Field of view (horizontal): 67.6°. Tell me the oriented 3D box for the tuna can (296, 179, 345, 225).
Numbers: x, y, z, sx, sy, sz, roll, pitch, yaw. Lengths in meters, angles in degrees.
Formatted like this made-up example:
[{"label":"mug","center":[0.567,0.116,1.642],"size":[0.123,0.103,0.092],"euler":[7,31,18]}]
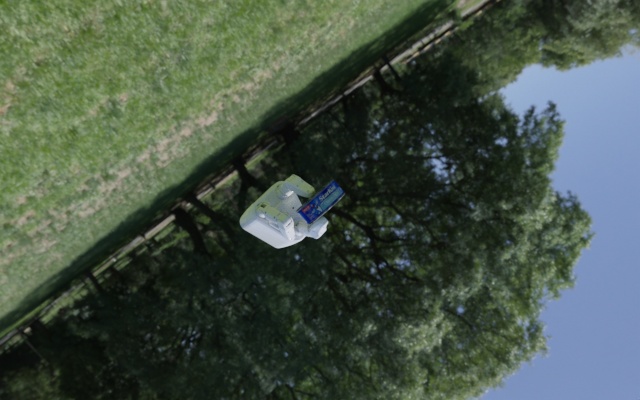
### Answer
[{"label":"tuna can","center":[0.001,0.003,0.822],"size":[0.086,0.034,0.086],"euler":[-41,2,2]}]
